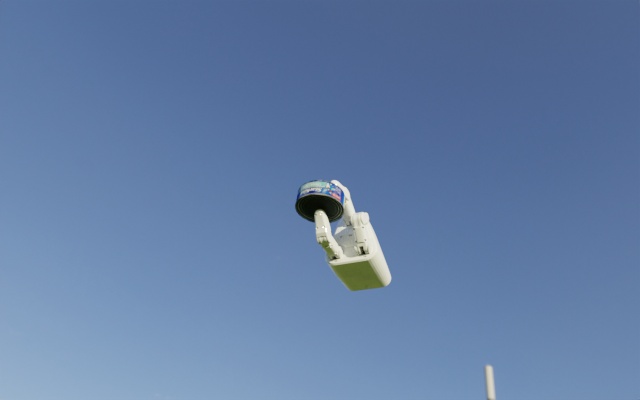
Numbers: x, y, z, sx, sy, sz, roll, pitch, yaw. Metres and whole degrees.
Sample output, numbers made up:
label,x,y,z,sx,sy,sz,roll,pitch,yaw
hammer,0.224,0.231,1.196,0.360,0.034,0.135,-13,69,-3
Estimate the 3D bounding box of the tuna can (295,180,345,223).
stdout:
label,x,y,z,sx,sy,sz,roll,pitch,yaw
tuna can,0.000,0.002,0.831,0.086,0.033,0.086,5,-37,4
